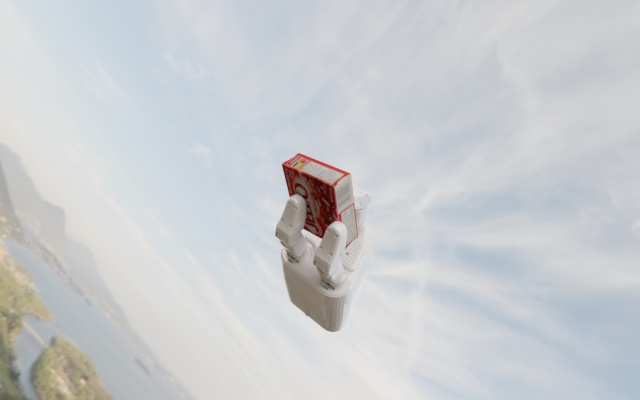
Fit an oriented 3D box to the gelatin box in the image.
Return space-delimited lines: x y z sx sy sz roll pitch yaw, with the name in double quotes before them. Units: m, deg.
"gelatin box" 0.000 0.001 0.505 0.073 0.089 0.030 25 50 36
